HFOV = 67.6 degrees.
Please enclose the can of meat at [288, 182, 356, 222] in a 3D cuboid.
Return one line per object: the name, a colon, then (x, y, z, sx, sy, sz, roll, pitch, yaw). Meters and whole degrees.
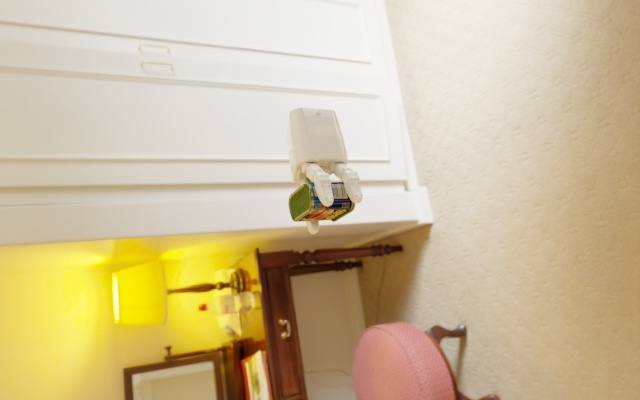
can of meat: (0.000, 0.003, 0.837, 0.084, 0.057, 0.102, -1, -16, -26)
